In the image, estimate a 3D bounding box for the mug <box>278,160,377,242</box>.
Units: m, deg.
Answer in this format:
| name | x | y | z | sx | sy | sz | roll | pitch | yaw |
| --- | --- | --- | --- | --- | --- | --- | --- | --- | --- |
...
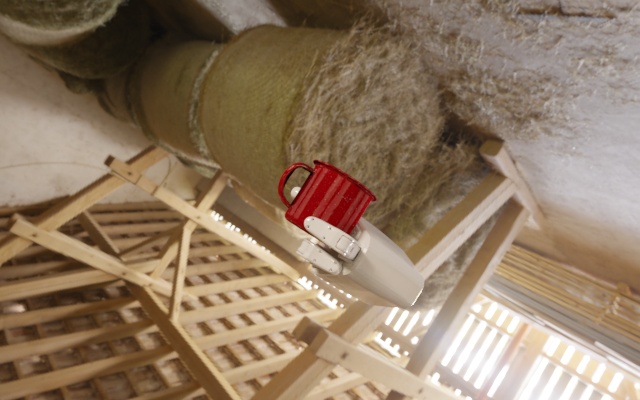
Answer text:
| name | x | y | z | sx | sy | sz | roll | pitch | yaw |
| --- | --- | --- | --- | --- | --- | --- | --- | --- | --- |
| mug | -0.001 | 0.001 | 0.586 | 0.117 | 0.081 | 0.093 | 35 | -6 | -22 |
